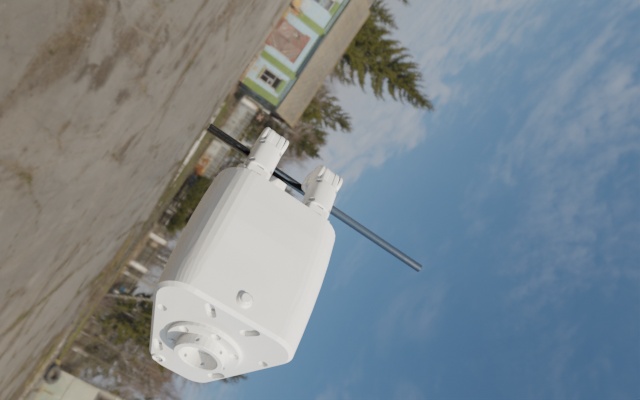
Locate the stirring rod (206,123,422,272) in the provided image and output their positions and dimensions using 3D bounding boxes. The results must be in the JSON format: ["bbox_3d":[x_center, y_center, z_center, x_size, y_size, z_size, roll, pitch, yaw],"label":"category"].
[{"bbox_3d":[0.000,0.001,0.443,0.239,0.011,0.011,34,-9,-13],"label":"stirring rod"}]
